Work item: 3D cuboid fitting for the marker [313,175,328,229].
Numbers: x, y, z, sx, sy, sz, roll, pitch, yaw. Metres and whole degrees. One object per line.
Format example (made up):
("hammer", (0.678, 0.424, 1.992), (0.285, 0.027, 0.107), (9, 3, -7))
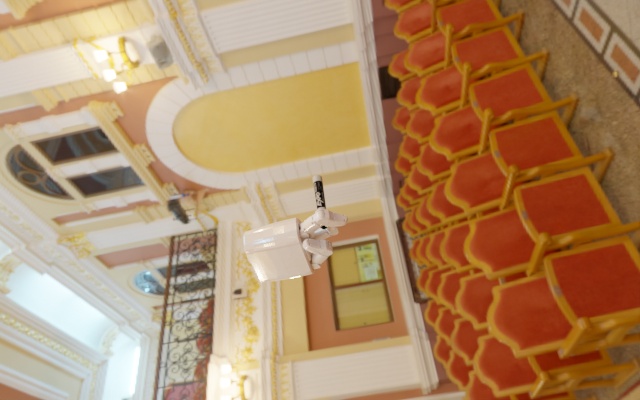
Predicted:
("marker", (0.000, 0.003, 0.893), (0.020, 0.121, 0.020), (-5, -38, -4))
